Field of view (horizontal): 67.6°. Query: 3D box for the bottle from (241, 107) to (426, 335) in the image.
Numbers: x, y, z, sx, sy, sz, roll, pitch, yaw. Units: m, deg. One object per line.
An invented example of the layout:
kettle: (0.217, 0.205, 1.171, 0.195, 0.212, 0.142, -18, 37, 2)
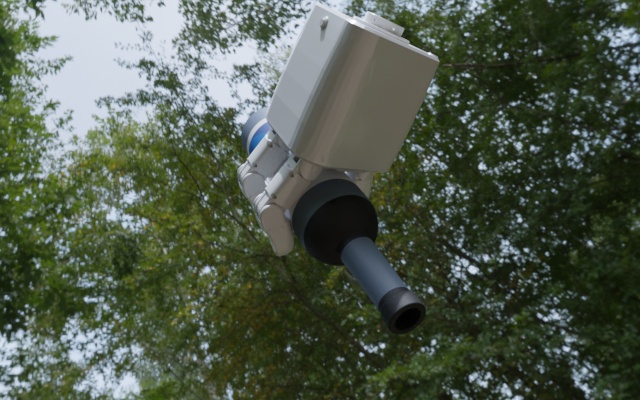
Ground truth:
bottle: (0.000, 0.001, 0.419, 0.069, 0.069, 0.295, 0, 31, -26)
